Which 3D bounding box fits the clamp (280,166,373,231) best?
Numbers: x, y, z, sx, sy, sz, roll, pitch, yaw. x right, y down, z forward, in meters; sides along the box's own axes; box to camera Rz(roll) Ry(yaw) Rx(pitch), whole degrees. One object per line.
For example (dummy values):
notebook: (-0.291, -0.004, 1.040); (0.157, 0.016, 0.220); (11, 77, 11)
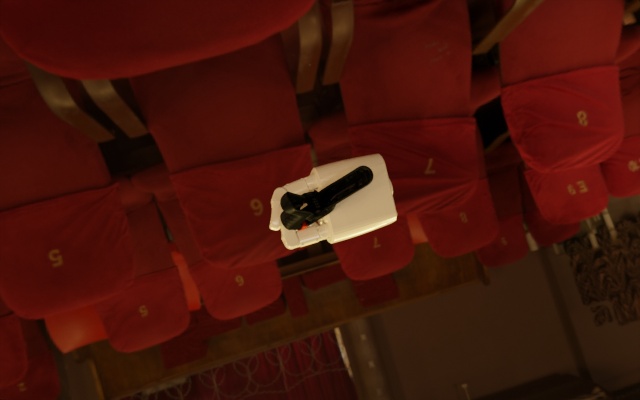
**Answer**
clamp: (0.000, 0.003, 0.622); (0.120, 0.039, 0.171); (-16, -9, -12)
